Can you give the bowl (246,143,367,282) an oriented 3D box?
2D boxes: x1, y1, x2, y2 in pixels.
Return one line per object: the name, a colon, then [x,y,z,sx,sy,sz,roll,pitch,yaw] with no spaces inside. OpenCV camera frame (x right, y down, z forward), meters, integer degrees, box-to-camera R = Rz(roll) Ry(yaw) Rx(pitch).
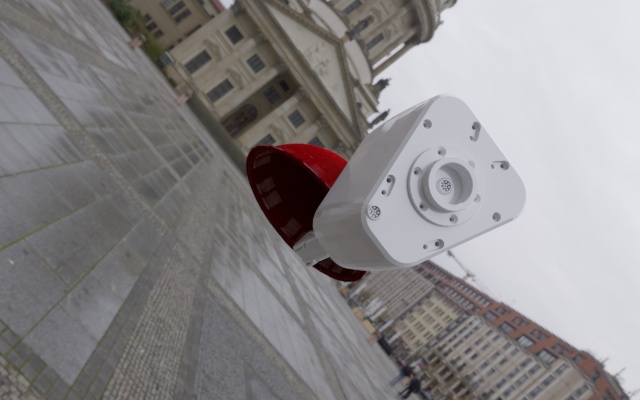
bowl: [0.000,0.001,0.472,0.055,0.162,0.162,-40,21,-27]
